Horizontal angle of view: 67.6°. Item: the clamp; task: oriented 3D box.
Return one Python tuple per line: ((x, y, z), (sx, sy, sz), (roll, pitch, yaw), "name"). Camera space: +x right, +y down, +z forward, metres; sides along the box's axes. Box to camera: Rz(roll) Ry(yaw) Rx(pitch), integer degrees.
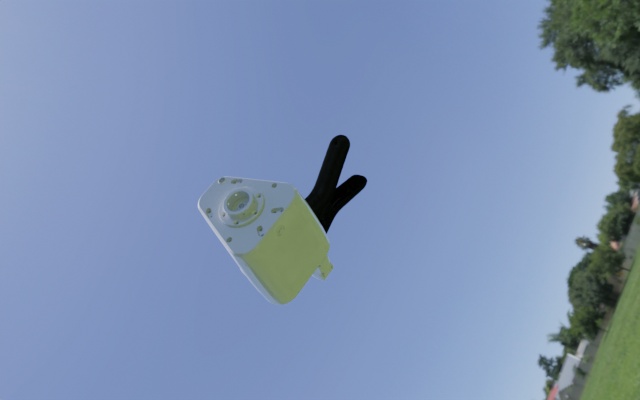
((0.000, 0.002, 0.601), (0.039, 0.171, 0.120), (22, -25, 32), "clamp")
